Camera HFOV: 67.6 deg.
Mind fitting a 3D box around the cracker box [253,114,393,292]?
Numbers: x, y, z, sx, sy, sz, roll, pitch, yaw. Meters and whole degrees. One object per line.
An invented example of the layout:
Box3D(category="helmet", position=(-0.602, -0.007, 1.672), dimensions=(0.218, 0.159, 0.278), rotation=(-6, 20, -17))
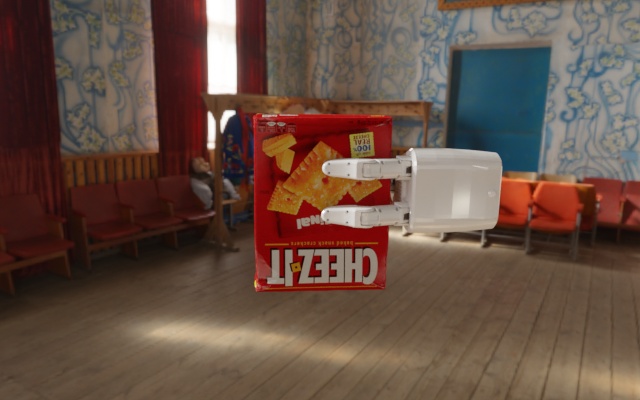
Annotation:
Box3D(category="cracker box", position=(0.000, 0.002, 0.590), dimensions=(0.164, 0.214, 0.072), rotation=(0, 10, -5))
